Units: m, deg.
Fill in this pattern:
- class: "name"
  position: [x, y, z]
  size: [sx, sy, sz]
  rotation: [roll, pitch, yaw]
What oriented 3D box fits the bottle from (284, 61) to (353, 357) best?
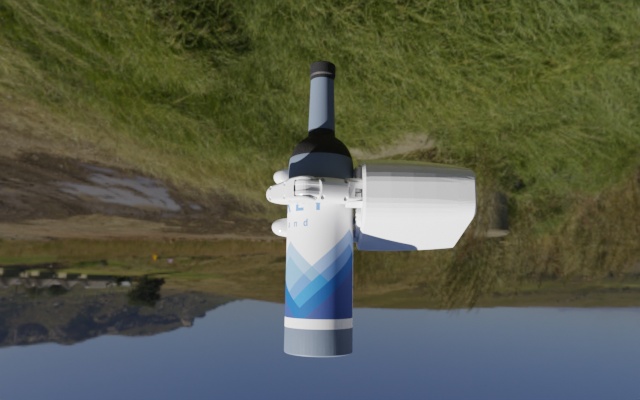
- class: "bottle"
  position: [0.000, 0.002, 0.486]
  size: [0.069, 0.295, 0.069]
  rotation: [1, -9, 0]
